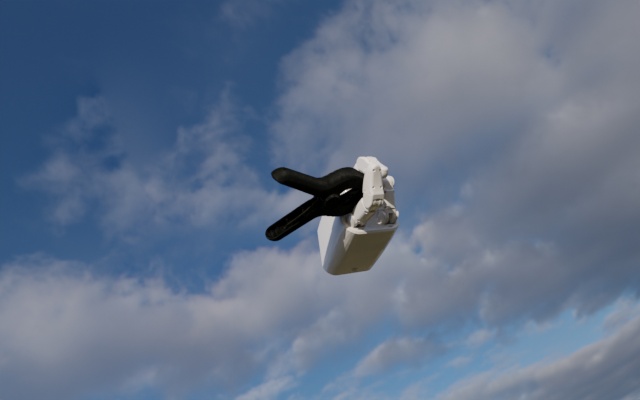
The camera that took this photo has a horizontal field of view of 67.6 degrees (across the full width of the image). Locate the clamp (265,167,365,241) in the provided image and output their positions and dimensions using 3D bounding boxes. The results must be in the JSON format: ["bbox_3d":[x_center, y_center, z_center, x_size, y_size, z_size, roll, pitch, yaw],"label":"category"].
[{"bbox_3d":[0.000,0.002,0.656,0.171,0.039,0.120,-3,-42,-29],"label":"clamp"}]
